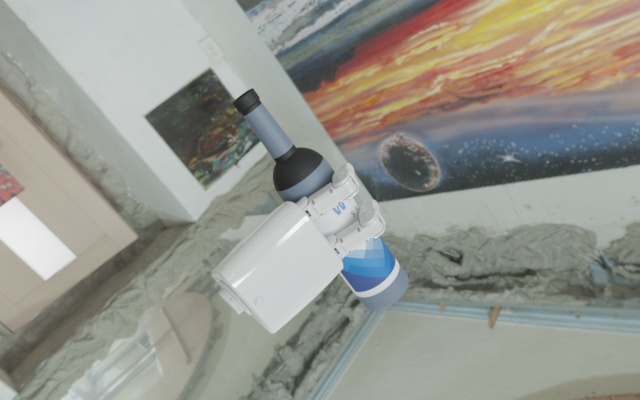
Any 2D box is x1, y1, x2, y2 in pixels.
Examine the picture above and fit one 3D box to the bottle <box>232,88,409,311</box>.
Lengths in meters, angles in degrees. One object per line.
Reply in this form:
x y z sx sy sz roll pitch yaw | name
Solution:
0.000 0.002 0.549 0.069 0.296 0.069 -31 21 13 | bottle
